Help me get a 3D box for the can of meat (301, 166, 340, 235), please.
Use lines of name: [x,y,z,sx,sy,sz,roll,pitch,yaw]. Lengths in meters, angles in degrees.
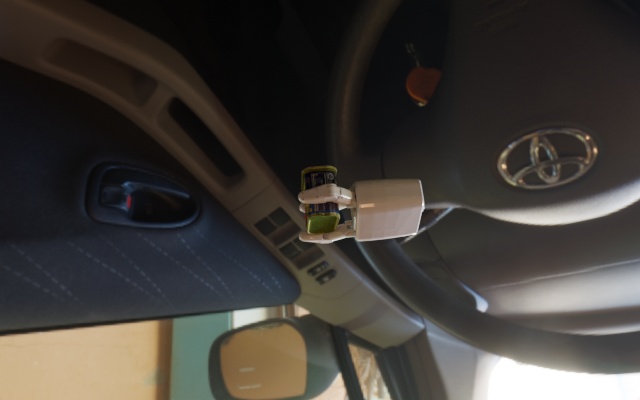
can of meat: [0.000,0.003,0.789,0.057,0.084,0.102,-4,-21,-5]
